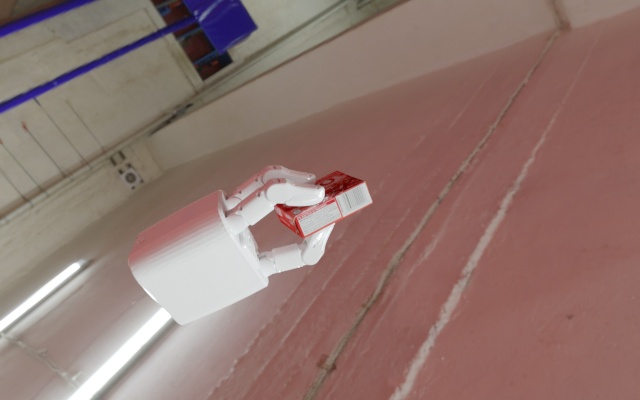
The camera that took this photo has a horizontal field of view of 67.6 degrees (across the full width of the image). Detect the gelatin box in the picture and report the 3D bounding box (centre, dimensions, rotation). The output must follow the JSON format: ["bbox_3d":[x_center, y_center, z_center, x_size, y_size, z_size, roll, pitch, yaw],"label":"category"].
[{"bbox_3d":[0.001,0.002,0.522,0.089,0.030,0.073,-26,20,-15],"label":"gelatin box"}]
